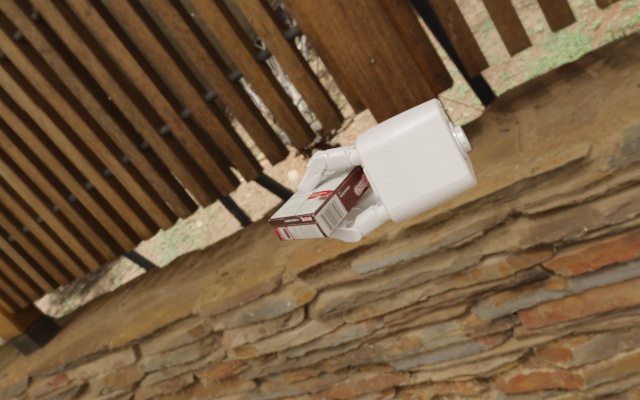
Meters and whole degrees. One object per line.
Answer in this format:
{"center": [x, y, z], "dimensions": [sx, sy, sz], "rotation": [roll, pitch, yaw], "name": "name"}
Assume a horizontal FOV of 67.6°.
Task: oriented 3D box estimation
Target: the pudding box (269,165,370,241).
{"center": [0.000, 0.002, 0.616], "dimensions": [0.090, 0.039, 0.113], "rotation": [-10, 28, 47], "name": "pudding box"}
